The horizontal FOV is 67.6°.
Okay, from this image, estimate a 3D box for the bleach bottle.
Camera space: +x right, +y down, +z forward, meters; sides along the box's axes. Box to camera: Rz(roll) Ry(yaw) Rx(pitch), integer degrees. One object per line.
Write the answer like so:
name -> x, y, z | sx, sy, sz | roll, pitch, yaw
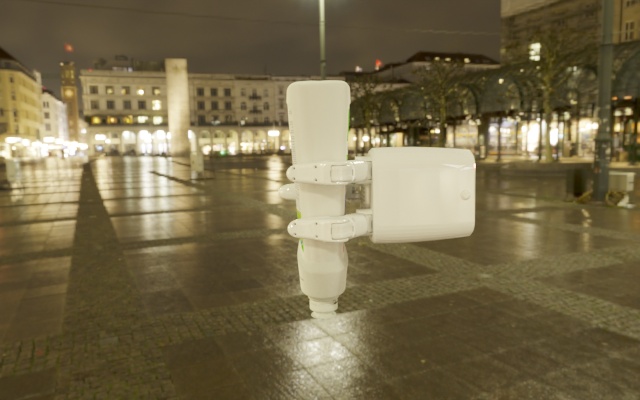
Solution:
bleach bottle -> 0.000, 0.002, 0.526 | 0.068, 0.251, 0.102 | -2, 7, -2
